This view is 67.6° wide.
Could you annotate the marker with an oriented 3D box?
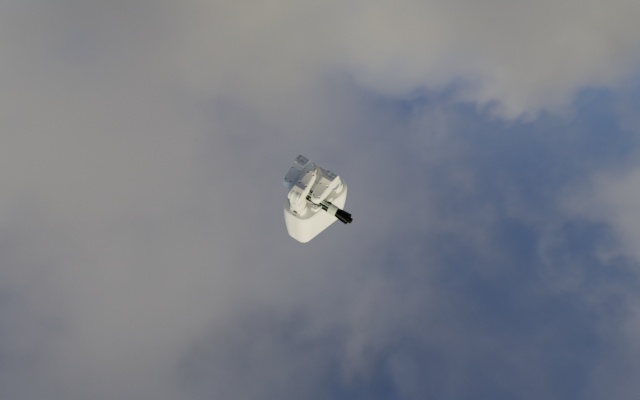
[{"bbox_3d":[0.000,0.003,0.780,0.121,0.020,0.020,32,8,14],"label":"marker"}]
